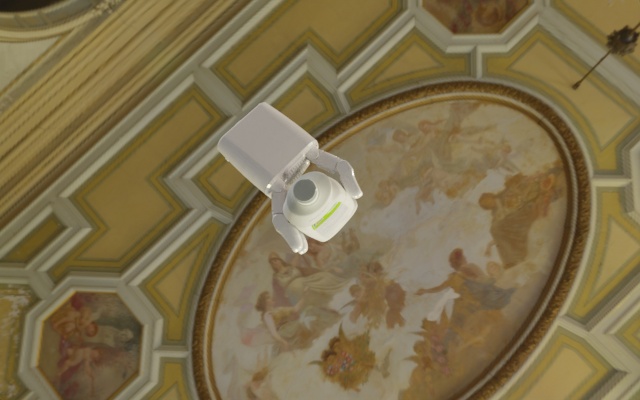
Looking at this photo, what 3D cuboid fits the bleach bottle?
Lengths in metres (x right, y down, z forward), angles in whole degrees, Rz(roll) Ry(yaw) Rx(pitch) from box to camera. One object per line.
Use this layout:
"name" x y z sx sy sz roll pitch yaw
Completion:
"bleach bottle" 0.000 0.002 0.699 0.068 0.102 0.251 40 -3 11
